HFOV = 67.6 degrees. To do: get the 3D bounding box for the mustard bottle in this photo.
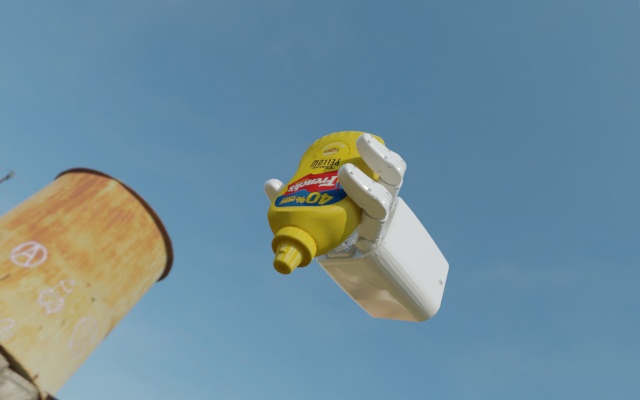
[{"bbox_3d":[0.000,0.001,0.485,0.096,0.058,0.191,0,38,27],"label":"mustard bottle"}]
